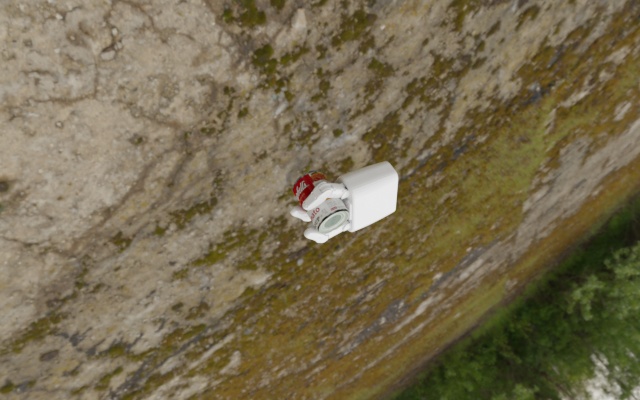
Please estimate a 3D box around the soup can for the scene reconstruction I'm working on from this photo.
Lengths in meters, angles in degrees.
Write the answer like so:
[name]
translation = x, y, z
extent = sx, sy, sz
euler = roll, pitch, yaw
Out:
[soup can]
translation = 0.000, 0.003, 0.886
extent = 0.068, 0.102, 0.068
euler = -25, -29, -15
